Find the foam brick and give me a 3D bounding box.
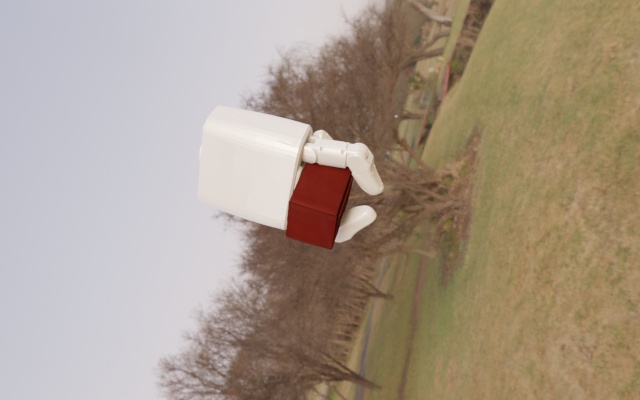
[{"bbox_3d":[0.000,0.002,0.494,0.051,0.053,0.078,15,45,5],"label":"foam brick"}]
